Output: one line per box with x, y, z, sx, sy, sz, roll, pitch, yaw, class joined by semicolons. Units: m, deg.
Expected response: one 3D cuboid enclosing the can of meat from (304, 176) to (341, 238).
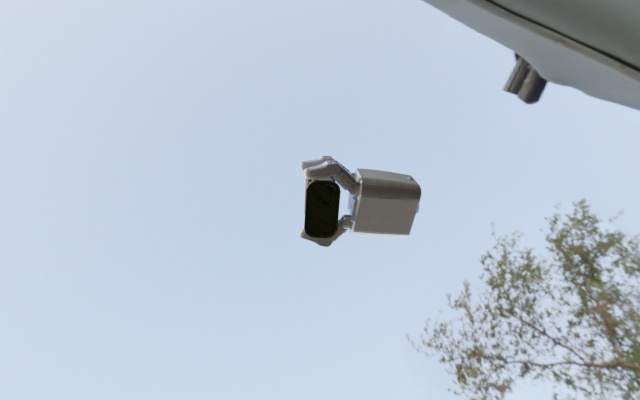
0.000;0.003;0.833;0.057;0.102;0.084;2;19;-5;can of meat
